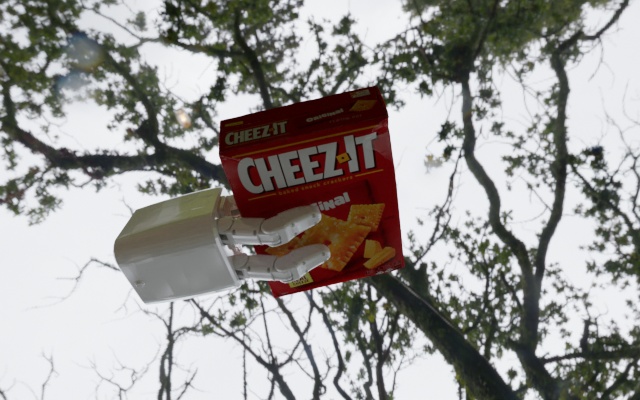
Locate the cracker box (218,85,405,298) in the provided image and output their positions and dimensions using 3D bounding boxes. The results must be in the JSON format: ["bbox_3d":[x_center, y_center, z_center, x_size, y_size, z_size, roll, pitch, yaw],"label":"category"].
[{"bbox_3d":[0.000,0.002,0.520,0.164,0.214,0.072,-13,40,1],"label":"cracker box"}]
